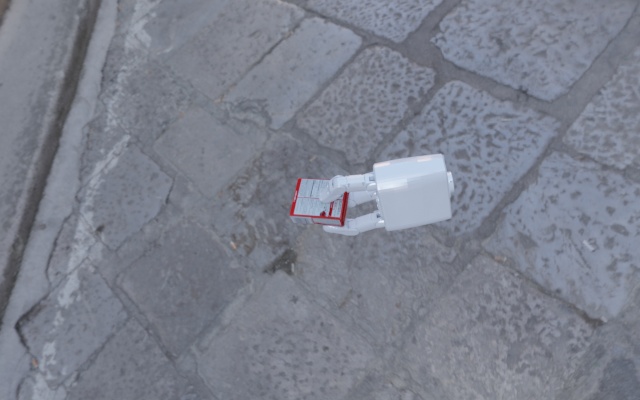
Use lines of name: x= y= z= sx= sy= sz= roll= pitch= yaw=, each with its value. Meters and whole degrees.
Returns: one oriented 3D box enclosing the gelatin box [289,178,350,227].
gelatin box: x=0.000 y=0.002 z=0.781 sx=0.089 sy=0.073 sz=0.030 roll=3 pitch=-29 yaw=14
